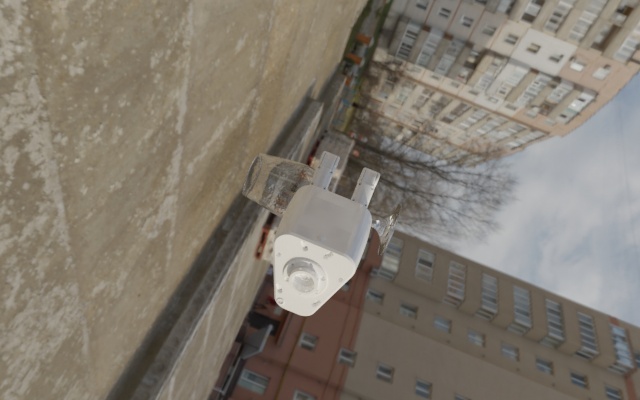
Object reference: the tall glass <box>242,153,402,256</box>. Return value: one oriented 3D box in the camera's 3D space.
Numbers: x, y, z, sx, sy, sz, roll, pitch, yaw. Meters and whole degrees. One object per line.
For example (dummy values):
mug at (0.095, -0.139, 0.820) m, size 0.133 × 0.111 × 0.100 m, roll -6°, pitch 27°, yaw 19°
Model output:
tall glass at (0.001, 0.002, 0.635) m, size 0.201 × 0.079 × 0.079 m, roll 22°, pitch 1°, yaw 2°
